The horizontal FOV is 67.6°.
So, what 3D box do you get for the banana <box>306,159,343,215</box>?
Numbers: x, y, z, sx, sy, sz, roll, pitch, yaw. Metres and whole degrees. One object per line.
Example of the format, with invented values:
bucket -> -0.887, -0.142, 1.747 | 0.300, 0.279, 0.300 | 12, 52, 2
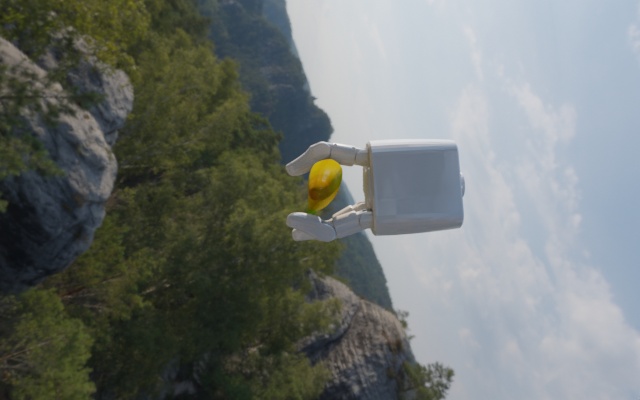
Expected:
banana -> 0.004, -0.015, 0.568 | 0.037, 0.069, 0.198 | 14, -11, 0
